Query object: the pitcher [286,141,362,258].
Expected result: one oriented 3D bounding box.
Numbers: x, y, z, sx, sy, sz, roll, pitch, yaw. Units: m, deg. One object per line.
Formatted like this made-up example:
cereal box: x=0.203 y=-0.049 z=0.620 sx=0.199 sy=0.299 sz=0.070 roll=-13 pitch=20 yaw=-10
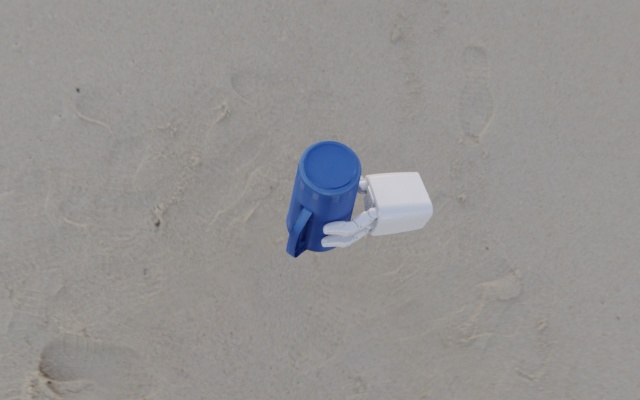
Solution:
pitcher: x=0.000 y=0.003 z=0.897 sx=0.145 sy=0.149 sz=0.243 roll=-7 pitch=-26 yaw=-9
